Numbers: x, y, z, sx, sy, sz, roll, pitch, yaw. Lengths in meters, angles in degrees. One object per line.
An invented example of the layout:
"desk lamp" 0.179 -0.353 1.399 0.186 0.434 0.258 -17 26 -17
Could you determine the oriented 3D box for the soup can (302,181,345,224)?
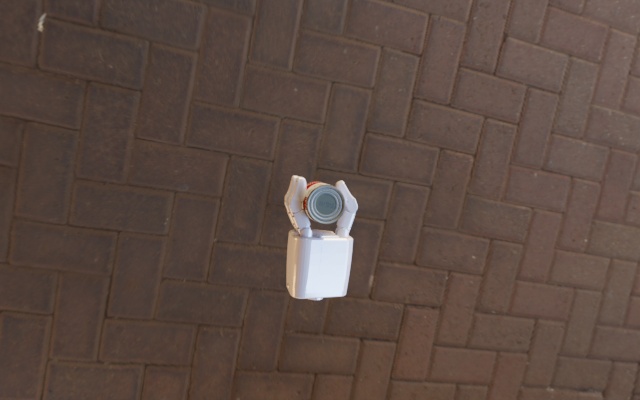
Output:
"soup can" 0.000 0.002 0.833 0.068 0.068 0.102 0 5 -11
